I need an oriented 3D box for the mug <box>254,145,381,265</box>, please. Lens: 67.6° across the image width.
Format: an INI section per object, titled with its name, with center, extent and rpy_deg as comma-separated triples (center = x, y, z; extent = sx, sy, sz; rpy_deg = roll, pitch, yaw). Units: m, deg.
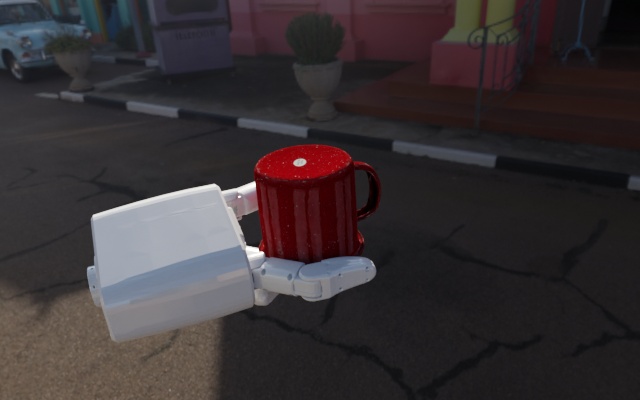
[mug]
center = 0.001, 0.001, 0.404
extent = 0.117, 0.081, 0.093
rpy_deg = -15, 29, -19
